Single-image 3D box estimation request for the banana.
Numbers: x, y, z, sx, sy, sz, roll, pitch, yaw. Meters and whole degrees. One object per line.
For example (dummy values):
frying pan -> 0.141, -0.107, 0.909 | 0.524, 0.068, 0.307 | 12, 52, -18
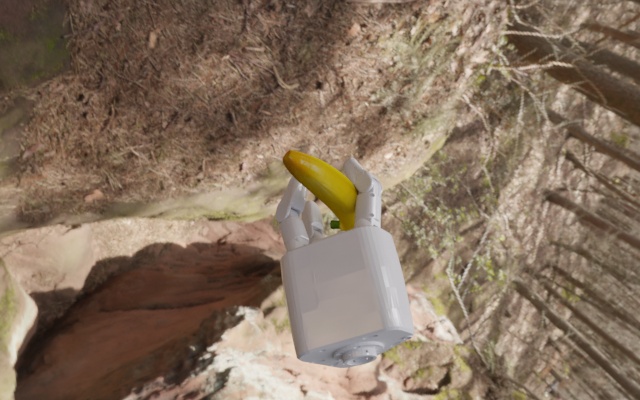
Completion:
banana -> 0.019, 0.005, 0.534 | 0.069, 0.037, 0.198 | 4, -24, 19
